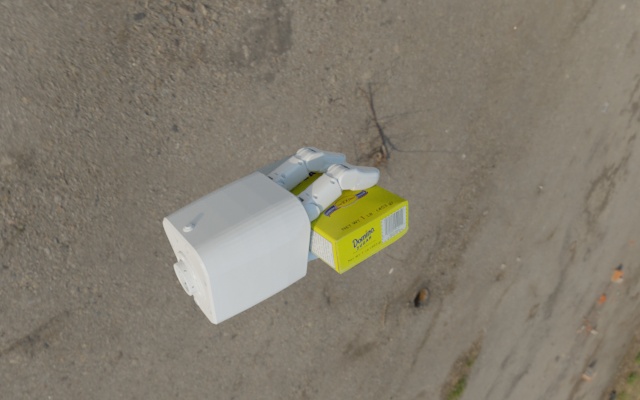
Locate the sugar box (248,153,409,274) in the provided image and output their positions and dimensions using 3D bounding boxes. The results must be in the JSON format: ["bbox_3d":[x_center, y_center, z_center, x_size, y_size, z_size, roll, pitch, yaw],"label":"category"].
[{"bbox_3d":[0.000,0.001,0.510,0.093,0.048,0.176,-27,39,-28],"label":"sugar box"}]
